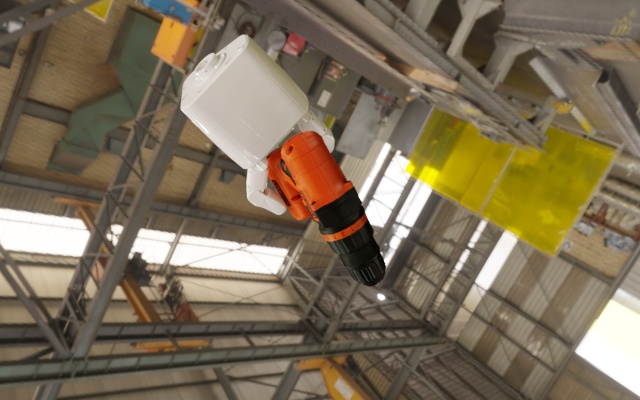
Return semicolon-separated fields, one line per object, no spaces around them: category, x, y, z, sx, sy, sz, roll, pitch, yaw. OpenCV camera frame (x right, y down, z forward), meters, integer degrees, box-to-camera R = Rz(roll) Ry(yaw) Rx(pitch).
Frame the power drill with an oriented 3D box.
power drill;0.000;0.002;0.565;0.057;0.184;0.187;-31;17;-11
